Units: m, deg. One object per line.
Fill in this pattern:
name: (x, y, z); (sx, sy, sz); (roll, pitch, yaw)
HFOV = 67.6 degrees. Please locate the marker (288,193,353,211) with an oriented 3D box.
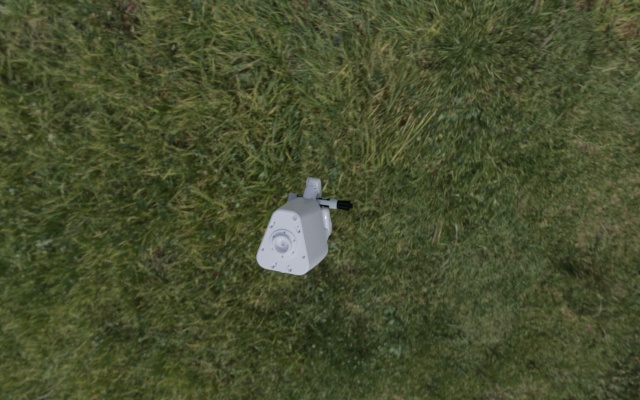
marker: (0.000, 0.003, 0.880); (0.121, 0.020, 0.020); (8, 2, 15)
